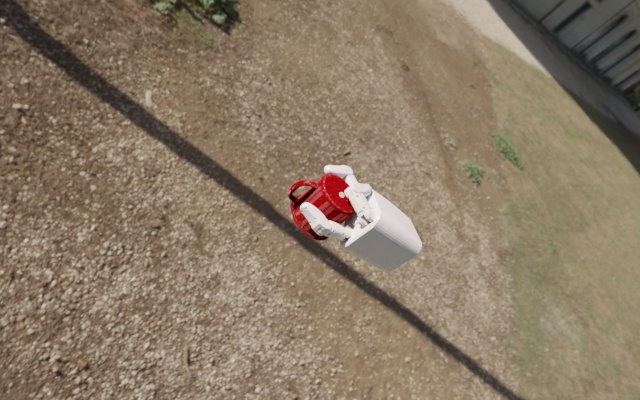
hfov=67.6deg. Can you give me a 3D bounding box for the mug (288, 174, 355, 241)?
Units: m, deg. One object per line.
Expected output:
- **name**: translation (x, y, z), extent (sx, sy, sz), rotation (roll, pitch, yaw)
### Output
- **mug**: translation (-0.001, 0.002, 0.813), extent (0.117, 0.093, 0.081), rotation (33, -53, -23)
